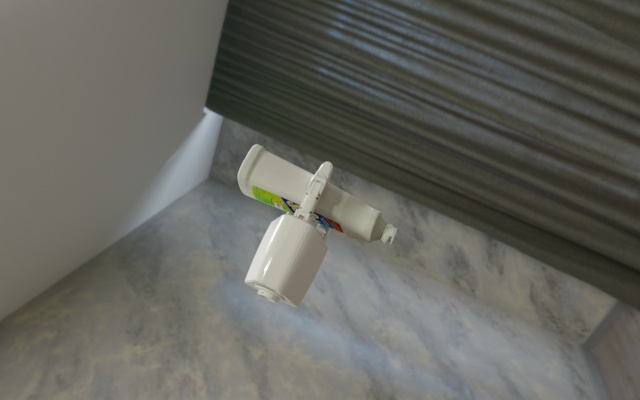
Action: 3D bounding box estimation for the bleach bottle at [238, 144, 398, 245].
[{"bbox_3d":[0.000,0.002,0.741,0.251,0.068,0.103,24,-18,5],"label":"bleach bottle"}]
